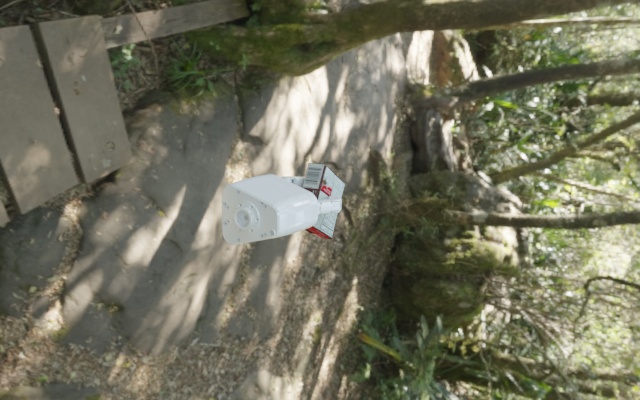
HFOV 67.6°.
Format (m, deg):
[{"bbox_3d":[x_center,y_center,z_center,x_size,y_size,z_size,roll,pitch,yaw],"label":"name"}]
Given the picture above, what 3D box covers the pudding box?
[{"bbox_3d":[0.000,0.003,0.836,0.039,0.113,0.090,8,-16,28],"label":"pudding box"}]
